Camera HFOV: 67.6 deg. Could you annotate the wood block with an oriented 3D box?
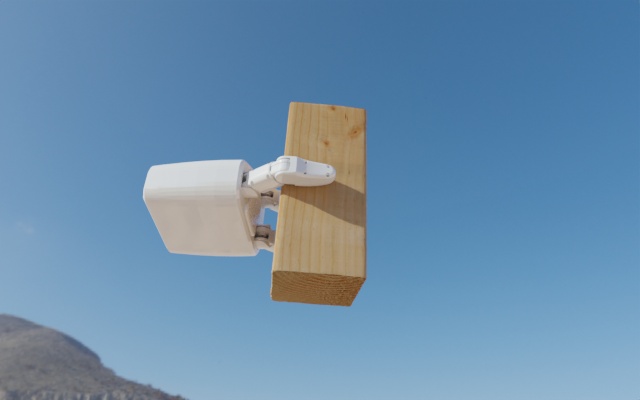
[{"bbox_3d":[0.000,0.001,0.528,0.090,0.206,0.091,5,-30,-4],"label":"wood block"}]
